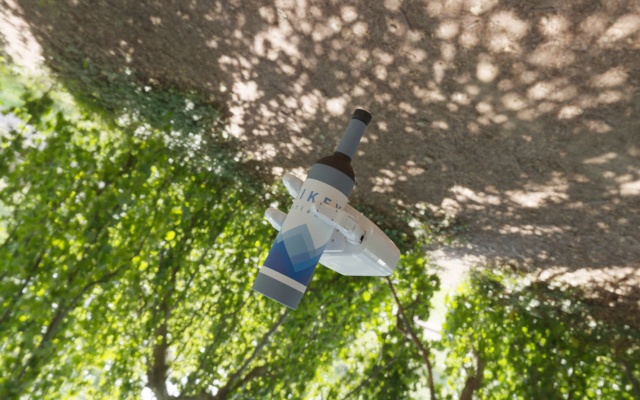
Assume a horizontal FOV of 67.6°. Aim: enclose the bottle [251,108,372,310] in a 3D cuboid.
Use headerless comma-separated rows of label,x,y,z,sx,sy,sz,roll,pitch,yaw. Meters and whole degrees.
bottle,0.000,0.002,0.666,0.069,0.295,0.069,25,-12,6
